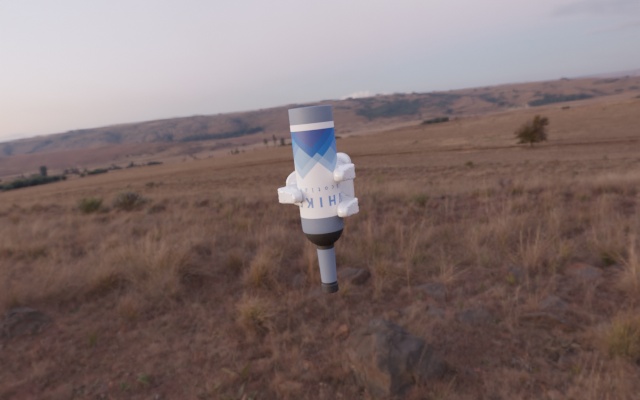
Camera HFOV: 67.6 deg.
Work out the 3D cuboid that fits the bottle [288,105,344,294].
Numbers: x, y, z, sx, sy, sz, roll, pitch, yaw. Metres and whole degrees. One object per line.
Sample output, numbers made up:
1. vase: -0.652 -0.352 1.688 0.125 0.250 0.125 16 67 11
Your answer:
1. bottle: 0.000 0.002 0.750 0.069 0.296 0.069 -6 10 1
